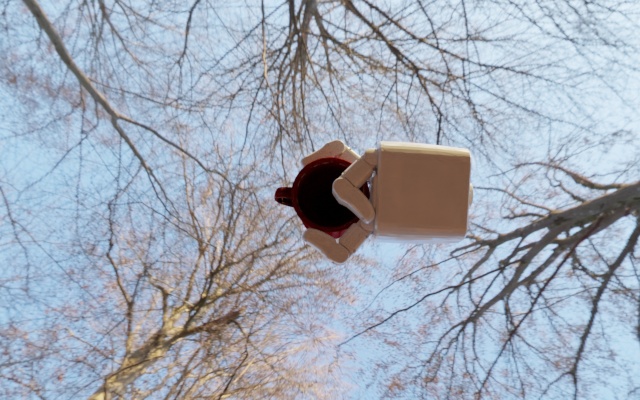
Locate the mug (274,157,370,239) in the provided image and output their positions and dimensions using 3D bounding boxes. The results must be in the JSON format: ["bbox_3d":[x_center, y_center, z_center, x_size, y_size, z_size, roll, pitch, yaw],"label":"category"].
[{"bbox_3d":[-0.001,0.002,0.603,0.117,0.093,0.081,4,-15,2],"label":"mug"}]
